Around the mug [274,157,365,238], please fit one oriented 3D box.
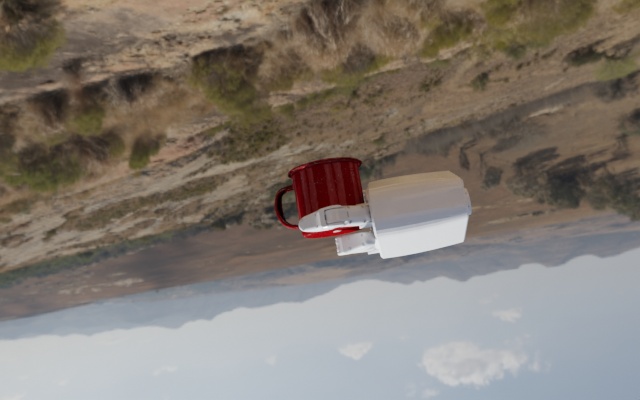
[{"bbox_3d":[-0.001,0.002,0.585,0.117,0.081,0.093,-11,-10,9],"label":"mug"}]
